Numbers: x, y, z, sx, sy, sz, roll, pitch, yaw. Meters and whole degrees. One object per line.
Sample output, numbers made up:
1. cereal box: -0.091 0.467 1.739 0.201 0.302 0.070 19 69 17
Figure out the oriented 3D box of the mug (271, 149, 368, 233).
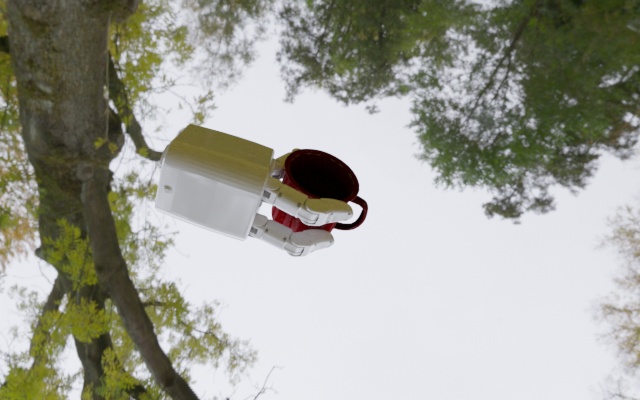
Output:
1. mug: 0.001 0.002 0.580 0.117 0.081 0.093 20 39 -8
